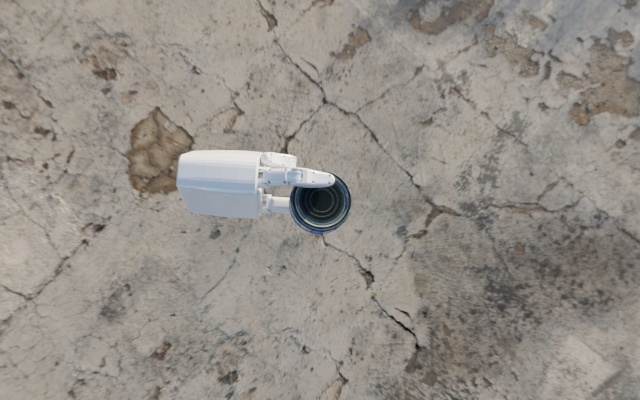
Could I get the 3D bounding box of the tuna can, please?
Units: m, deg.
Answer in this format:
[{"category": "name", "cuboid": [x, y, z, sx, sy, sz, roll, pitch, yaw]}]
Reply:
[{"category": "tuna can", "cuboid": [0.000, 0.002, 0.655, 0.086, 0.086, 0.034, 0, -10, -7]}]
